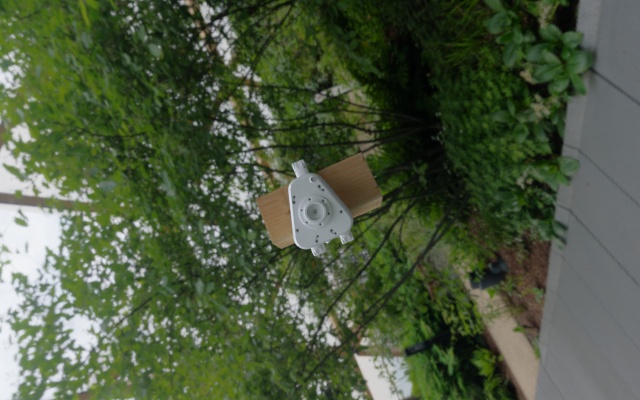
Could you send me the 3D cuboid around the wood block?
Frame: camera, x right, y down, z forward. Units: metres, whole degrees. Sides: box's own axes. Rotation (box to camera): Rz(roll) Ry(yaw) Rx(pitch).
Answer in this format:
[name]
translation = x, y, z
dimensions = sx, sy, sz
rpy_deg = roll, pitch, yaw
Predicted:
[wood block]
translation = 0.000, 0.003, 0.870
dimensions = 0.206, 0.091, 0.090
rpy_deg = -23, -13, 1
